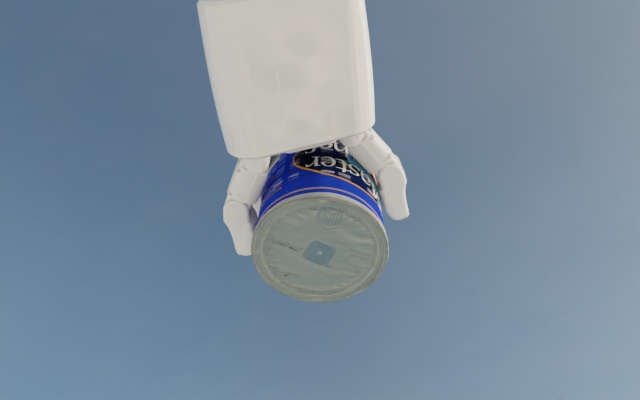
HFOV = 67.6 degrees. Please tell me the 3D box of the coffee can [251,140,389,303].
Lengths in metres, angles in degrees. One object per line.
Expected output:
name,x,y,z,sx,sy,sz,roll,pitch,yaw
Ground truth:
coffee can,0.000,0.002,0.412,0.103,0.103,0.140,0,34,1
